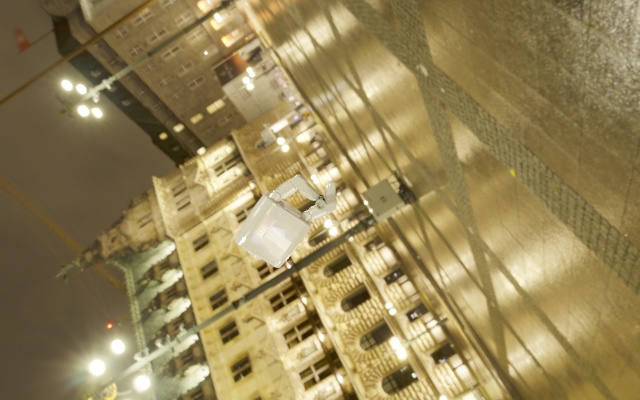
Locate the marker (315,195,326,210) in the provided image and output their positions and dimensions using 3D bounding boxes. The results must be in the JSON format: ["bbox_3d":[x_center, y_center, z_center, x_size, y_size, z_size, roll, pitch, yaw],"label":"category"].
[{"bbox_3d":[0.000,0.003,0.897,0.020,0.020,0.121,0,5,0],"label":"marker"}]
